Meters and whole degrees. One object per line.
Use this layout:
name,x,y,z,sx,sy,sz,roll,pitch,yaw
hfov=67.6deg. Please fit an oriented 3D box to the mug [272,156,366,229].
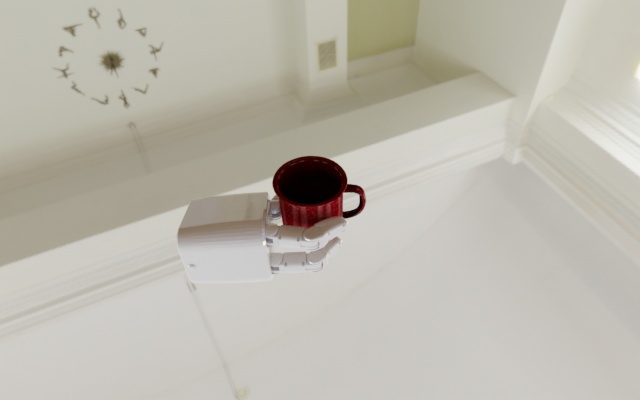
mug,0.002,0.002,0.617,0.117,0.093,0.082,-3,-44,0
